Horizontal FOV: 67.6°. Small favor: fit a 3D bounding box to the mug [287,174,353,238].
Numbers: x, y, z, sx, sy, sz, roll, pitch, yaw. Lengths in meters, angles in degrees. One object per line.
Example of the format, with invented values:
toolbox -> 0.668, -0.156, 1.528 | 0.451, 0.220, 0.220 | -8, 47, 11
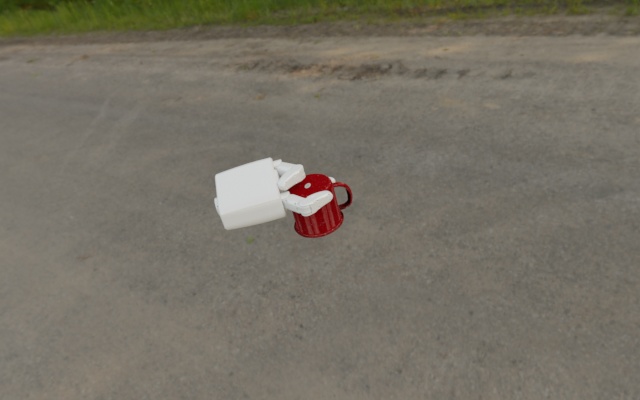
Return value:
mug -> 0.001, 0.002, 0.847 | 0.117, 0.081, 0.093 | -17, 33, -3
